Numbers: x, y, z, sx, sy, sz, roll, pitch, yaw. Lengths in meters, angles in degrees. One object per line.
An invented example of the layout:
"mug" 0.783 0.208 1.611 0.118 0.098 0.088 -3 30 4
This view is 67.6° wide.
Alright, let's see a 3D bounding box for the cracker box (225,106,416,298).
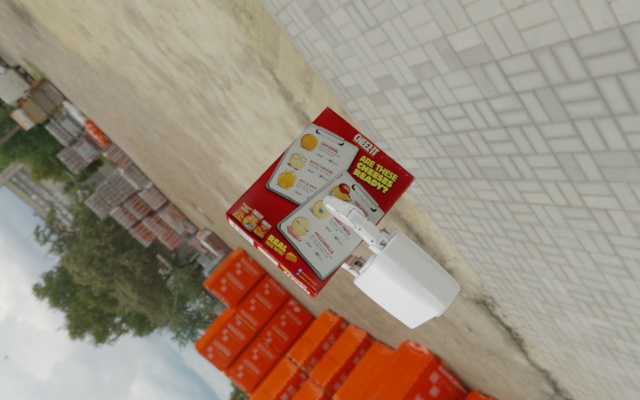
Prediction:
"cracker box" 0.000 0.002 0.672 0.164 0.213 0.072 40 -15 6
